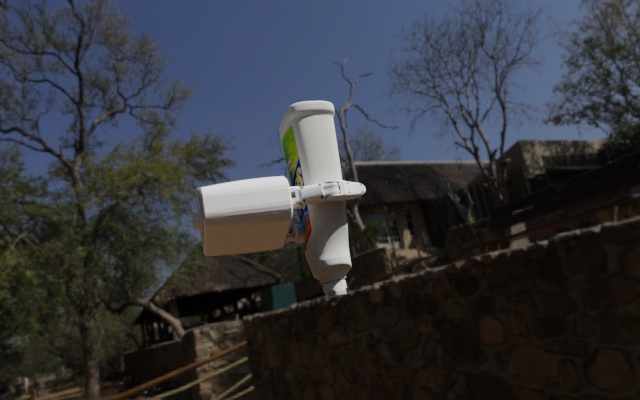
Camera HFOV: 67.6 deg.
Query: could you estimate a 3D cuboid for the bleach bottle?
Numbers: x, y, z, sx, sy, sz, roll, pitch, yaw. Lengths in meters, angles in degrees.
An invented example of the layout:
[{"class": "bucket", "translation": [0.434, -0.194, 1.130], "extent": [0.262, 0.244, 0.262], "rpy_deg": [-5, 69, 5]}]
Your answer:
[{"class": "bleach bottle", "translation": [0.000, 0.002, 0.639], "extent": [0.068, 0.250, 0.102], "rpy_deg": [-6, -14, -18]}]
